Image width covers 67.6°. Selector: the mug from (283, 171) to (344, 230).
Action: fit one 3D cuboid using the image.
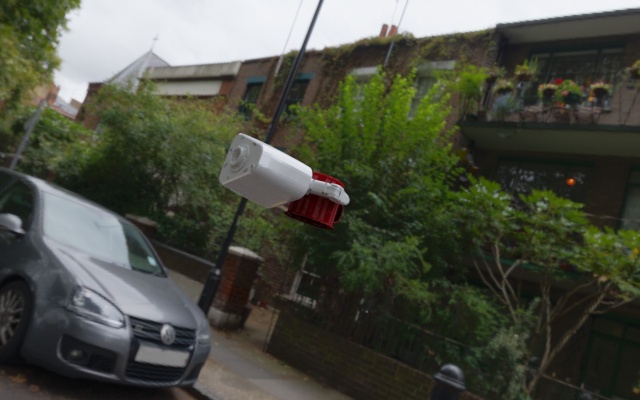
[{"bbox_3d":[0.001,0.003,0.845,0.117,0.081,0.093,26,-12,-40],"label":"mug"}]
